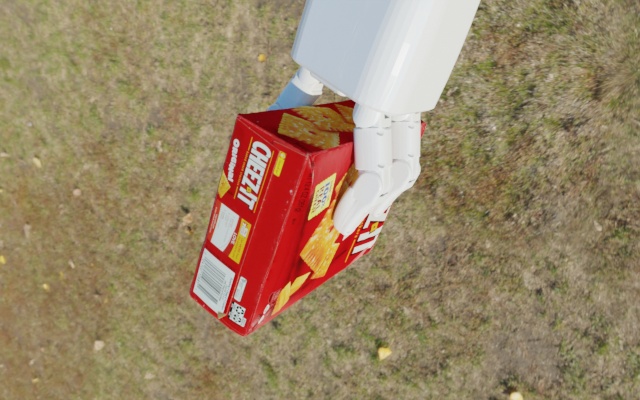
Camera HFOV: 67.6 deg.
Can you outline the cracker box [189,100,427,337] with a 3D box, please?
[{"bbox_3d":[0.000,0.001,0.421,0.072,0.164,0.213,33,29,22],"label":"cracker box"}]
